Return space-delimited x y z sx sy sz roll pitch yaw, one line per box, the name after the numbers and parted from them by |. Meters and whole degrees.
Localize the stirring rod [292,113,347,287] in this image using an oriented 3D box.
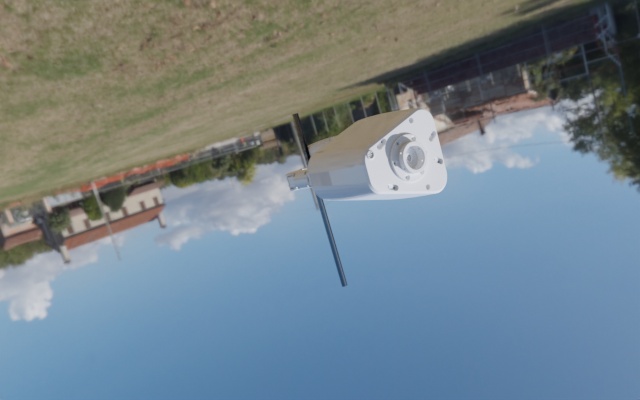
0.000 0.002 0.636 0.011 0.239 0.011 -16 8 2 | stirring rod
